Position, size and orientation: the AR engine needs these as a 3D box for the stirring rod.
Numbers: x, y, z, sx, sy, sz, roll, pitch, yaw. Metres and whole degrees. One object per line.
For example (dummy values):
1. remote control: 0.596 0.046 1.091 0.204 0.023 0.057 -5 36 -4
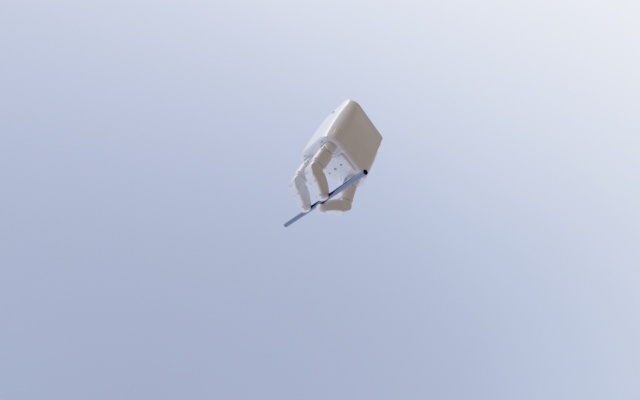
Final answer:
1. stirring rod: 0.000 0.002 0.746 0.011 0.011 0.239 0 -20 -33
